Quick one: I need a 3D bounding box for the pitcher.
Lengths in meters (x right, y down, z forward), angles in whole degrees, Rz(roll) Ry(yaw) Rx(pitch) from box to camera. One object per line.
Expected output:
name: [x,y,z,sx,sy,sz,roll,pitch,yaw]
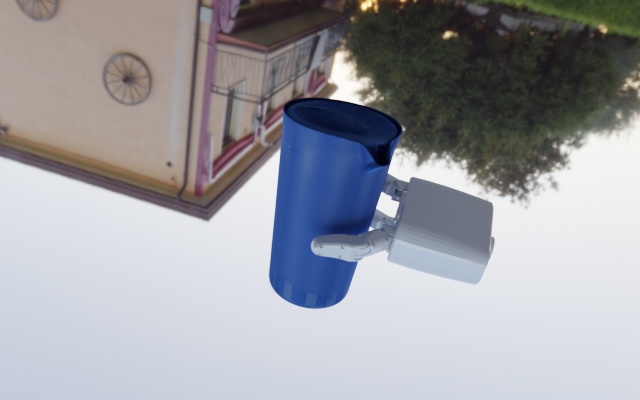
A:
pitcher: [0.000,0.002,0.584,0.145,0.243,0.149,15,28,7]
